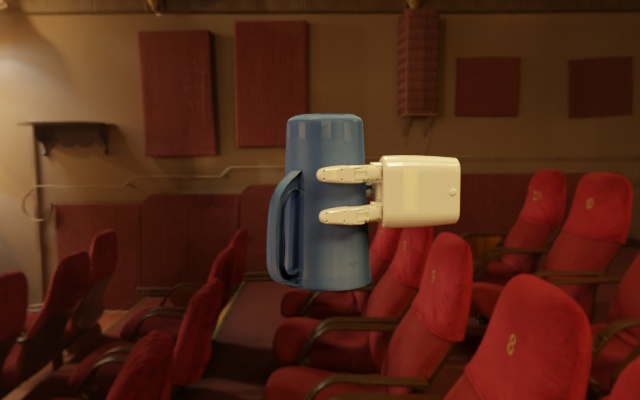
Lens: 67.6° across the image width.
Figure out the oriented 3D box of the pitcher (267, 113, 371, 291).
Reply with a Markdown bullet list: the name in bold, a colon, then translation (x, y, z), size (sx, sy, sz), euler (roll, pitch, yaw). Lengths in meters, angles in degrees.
- **pitcher**: translation (0.000, 0.002, 0.678), size (0.145, 0.243, 0.149), euler (-1, 5, -1)
